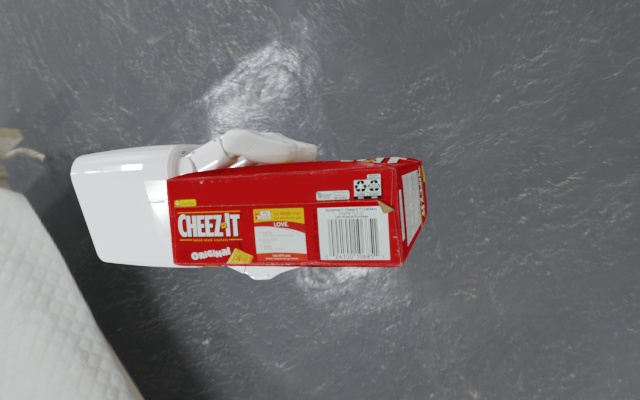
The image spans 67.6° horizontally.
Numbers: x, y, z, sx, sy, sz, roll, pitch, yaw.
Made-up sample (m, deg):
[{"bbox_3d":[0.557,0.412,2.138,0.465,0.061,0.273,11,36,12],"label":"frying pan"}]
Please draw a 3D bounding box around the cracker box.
[{"bbox_3d":[0.000,0.002,0.410,0.164,0.072,0.213,-2,5,17],"label":"cracker box"}]
